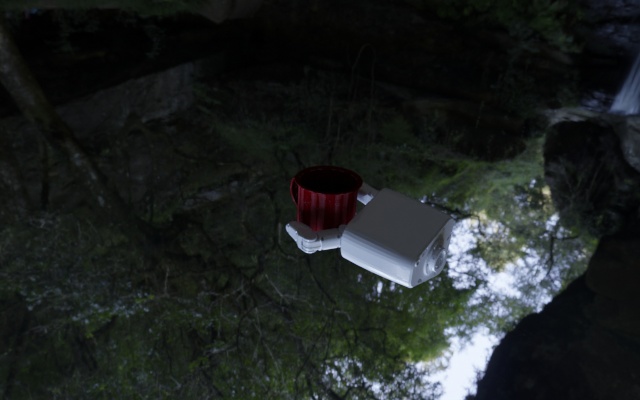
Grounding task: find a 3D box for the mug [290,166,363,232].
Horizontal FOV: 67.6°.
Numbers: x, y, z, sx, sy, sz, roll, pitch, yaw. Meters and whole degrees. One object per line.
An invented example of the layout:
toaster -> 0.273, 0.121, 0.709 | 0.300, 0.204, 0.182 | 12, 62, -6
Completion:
mug -> -0.001, 0.002, 0.674 | 0.117, 0.081, 0.093 | 24, 34, 35
